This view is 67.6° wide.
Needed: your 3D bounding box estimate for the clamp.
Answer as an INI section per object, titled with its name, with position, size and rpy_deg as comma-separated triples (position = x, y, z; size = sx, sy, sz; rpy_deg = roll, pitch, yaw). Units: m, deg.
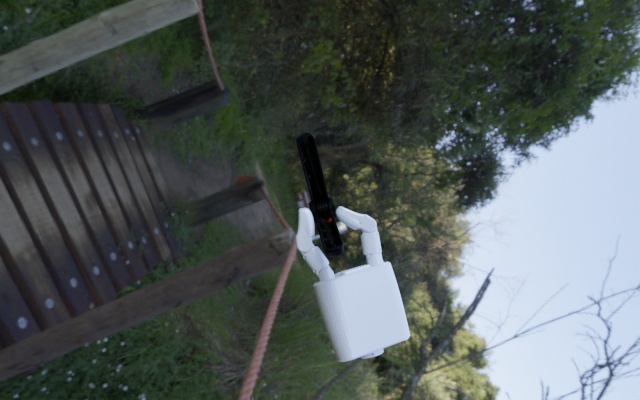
[clamp]
position = 0.001, 0.002, 0.683
size = 0.036, 0.164, 0.210
rpy_deg = -14, -8, -1
